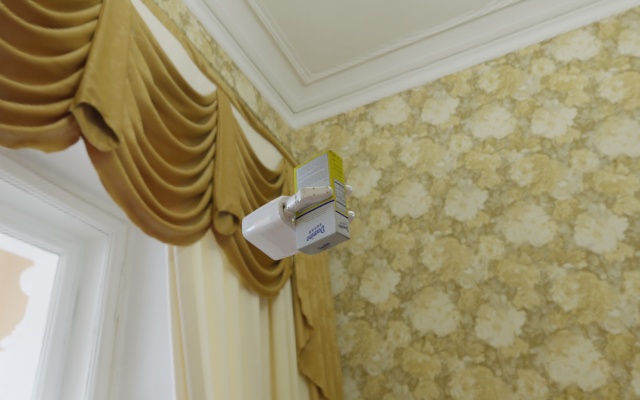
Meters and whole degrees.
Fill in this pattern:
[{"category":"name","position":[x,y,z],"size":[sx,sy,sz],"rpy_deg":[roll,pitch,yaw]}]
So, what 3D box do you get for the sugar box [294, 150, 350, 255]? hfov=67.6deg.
[{"category":"sugar box","position":[0.000,0.003,0.864],"size":[0.093,0.176,0.048],"rpy_deg":[-26,-36,32]}]
